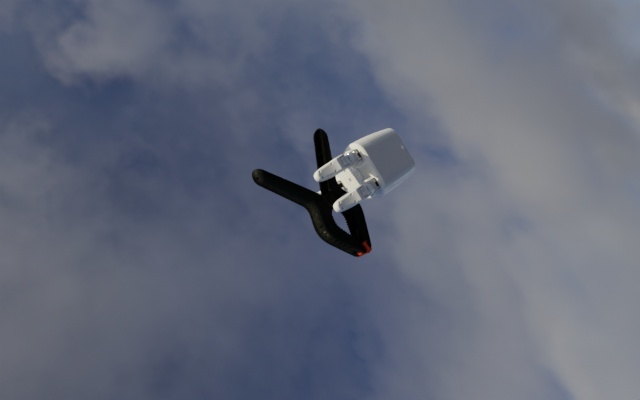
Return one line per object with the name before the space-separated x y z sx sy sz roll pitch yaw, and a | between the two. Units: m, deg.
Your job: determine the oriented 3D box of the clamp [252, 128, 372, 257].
clamp | 0.000 0.003 0.729 0.164 0.210 0.036 -30 -1 -39
